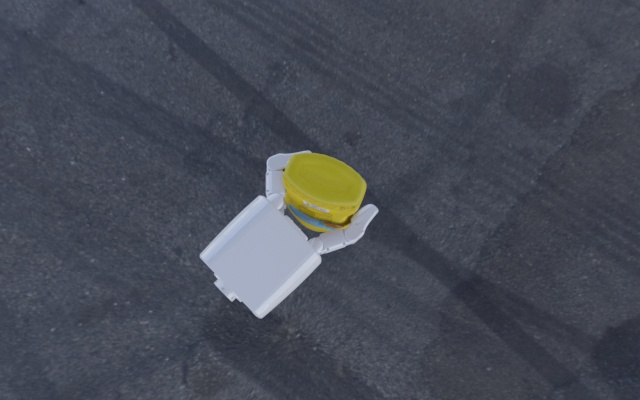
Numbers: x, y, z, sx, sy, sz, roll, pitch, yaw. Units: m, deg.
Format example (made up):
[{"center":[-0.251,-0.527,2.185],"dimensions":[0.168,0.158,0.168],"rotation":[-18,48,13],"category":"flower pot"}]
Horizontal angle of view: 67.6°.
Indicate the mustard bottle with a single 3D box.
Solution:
[{"center":[0.000,0.002,0.631],"dimensions":[0.096,0.058,0.192],"rotation":[20,-17,3],"category":"mustard bottle"}]
